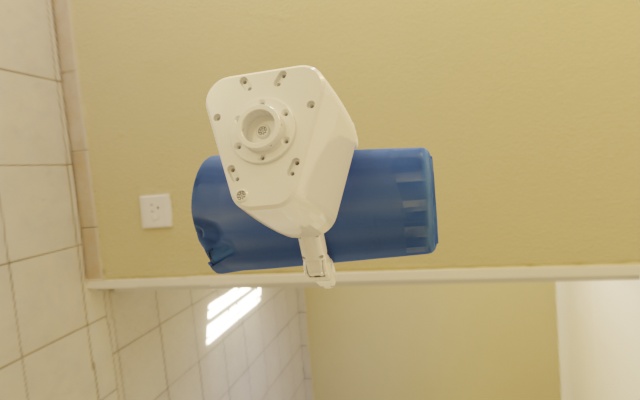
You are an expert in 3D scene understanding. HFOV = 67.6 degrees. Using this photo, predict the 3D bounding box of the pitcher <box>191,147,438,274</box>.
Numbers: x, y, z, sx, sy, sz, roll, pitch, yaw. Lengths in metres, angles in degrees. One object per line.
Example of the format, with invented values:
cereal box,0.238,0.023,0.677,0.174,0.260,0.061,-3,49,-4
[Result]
pitcher,0.000,0.002,0.518,0.243,0.149,0.145,-4,-16,14
